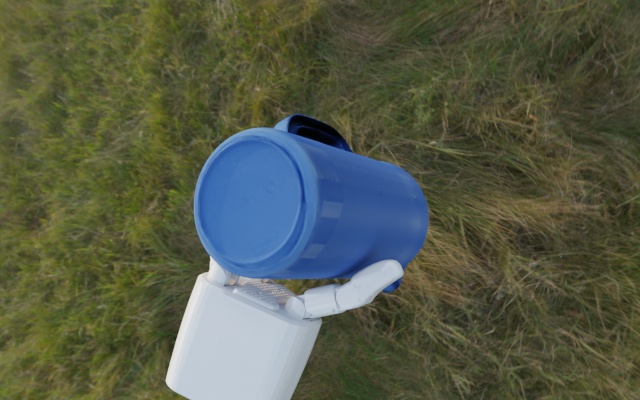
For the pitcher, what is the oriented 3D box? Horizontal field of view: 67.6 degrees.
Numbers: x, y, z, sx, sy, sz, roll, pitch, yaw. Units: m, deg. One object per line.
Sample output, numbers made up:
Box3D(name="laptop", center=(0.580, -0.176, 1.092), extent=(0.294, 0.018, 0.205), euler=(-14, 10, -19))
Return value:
Box3D(name="pitcher", center=(0.000, 0.002, 0.439), extent=(0.149, 0.145, 0.243), euler=(25, 6, 27))
